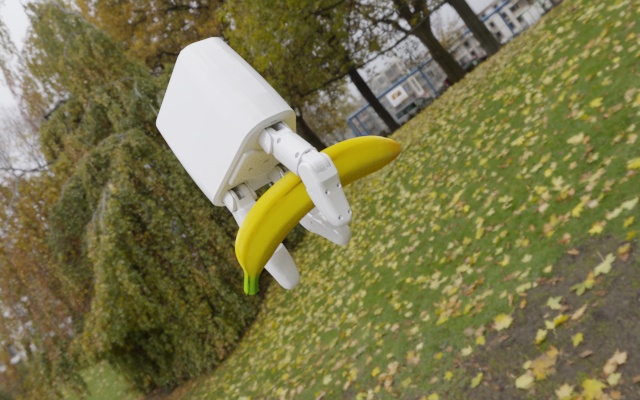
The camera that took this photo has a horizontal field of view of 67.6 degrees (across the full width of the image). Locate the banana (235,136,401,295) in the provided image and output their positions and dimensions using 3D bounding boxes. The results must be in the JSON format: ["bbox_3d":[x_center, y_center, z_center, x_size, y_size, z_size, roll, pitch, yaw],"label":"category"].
[{"bbox_3d":[-0.006,-0.006,0.416,0.037,0.198,0.070,41,-14,29],"label":"banana"}]
